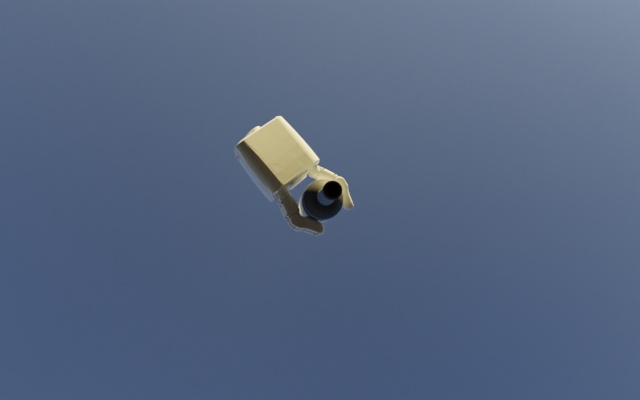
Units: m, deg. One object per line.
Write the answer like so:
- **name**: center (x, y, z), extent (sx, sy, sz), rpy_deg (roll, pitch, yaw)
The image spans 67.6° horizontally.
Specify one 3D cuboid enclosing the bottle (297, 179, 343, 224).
- **bottle**: center (0.000, 0.003, 0.818), extent (0.069, 0.069, 0.296), rpy_deg (0, -7, -7)
